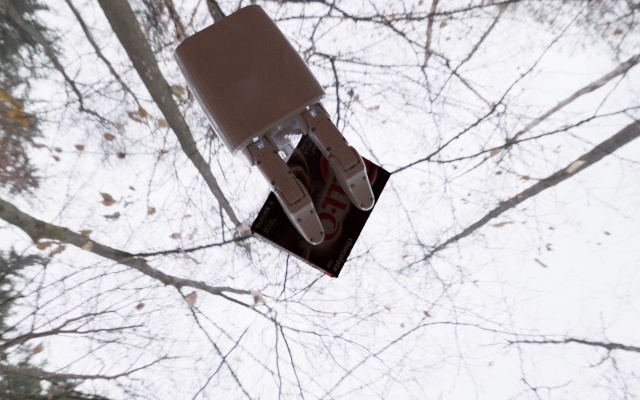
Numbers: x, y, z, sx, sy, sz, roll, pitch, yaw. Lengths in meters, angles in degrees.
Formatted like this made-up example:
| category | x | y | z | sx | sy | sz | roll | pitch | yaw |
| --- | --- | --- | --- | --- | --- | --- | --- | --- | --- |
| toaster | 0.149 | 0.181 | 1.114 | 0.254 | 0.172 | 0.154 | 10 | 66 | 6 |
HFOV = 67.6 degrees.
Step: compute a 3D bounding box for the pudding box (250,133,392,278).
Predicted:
| category | x | y | z | sx | sy | sz | roll | pitch | yaw |
| --- | --- | --- | --- | --- | --- | --- | --- | --- | --- |
| pudding box | 0.000 | 0.001 | 0.441 | 0.090 | 0.113 | 0.039 | 29 | -10 | -5 |
